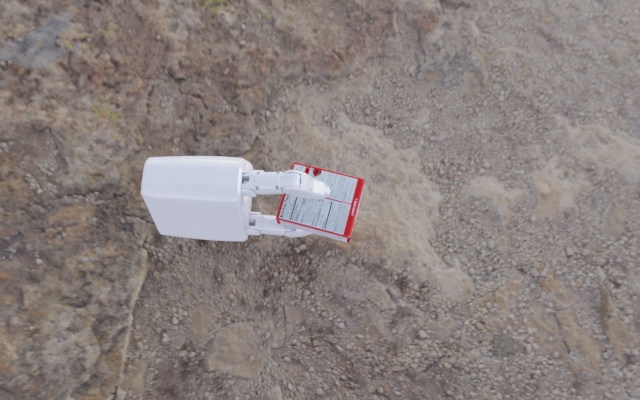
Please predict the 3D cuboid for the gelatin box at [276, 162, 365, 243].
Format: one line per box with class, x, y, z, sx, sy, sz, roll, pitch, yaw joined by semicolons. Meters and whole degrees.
gelatin box;0.000;0.002;0.556;0.089;0.073;0.030;14;-16;6
